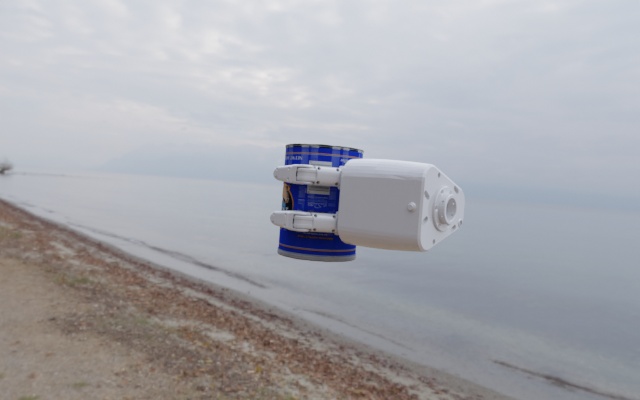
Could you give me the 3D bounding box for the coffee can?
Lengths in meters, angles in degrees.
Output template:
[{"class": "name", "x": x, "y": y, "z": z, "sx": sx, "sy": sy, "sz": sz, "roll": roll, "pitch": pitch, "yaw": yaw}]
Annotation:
[{"class": "coffee can", "x": 0.000, "y": 0.002, "z": 0.620, "sx": 0.103, "sy": 0.140, "sz": 0.103, "roll": 4, "pitch": 1, "yaw": 0}]
